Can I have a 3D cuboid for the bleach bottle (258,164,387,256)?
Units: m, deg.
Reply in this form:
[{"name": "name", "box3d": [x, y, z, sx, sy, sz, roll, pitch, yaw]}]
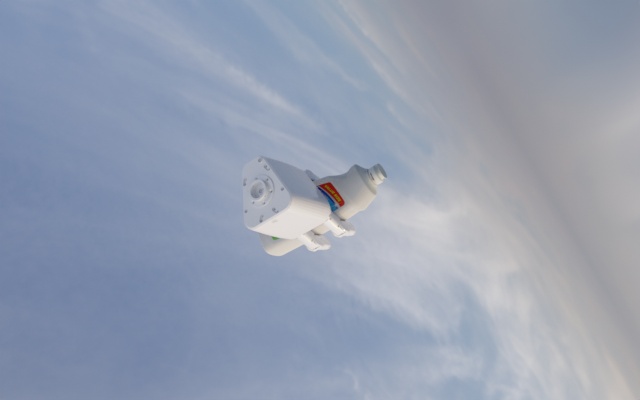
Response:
[{"name": "bleach bottle", "box3d": [0.000, 0.003, 0.838, 0.251, 0.102, 0.068, -31, -24, 23]}]
